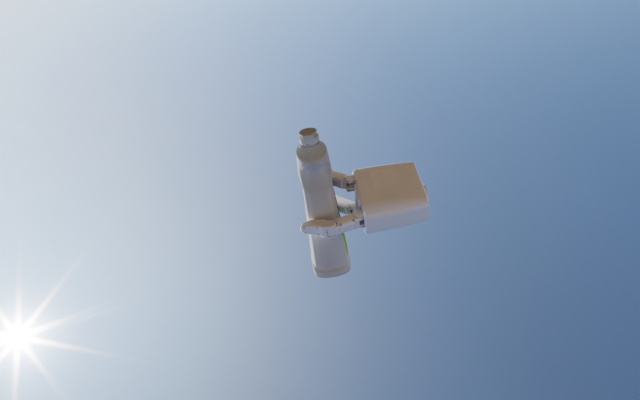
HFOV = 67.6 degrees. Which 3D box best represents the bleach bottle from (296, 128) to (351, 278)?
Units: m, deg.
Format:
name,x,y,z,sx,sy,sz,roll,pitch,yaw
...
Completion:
name,x,y,z,sx,sy,sz,roll,pitch,yaw
bleach bottle,0.000,0.003,0.795,0.068,0.251,0.102,-10,32,0
